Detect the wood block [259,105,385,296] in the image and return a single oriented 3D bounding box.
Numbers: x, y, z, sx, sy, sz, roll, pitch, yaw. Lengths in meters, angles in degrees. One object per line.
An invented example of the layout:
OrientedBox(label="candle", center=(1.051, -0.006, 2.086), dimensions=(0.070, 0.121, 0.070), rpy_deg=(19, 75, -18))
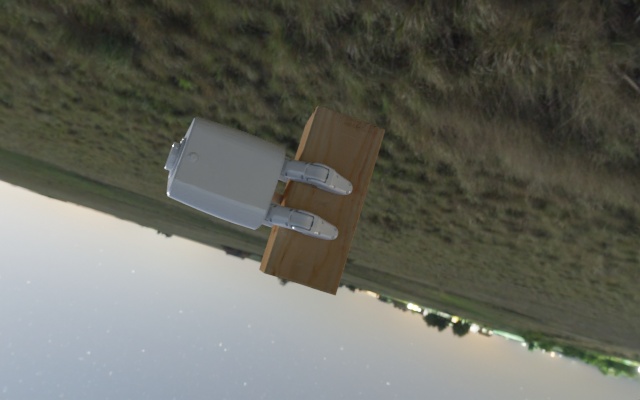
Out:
OrientedBox(label="wood block", center=(0.000, 0.002, 0.596), dimensions=(0.090, 0.206, 0.091), rpy_deg=(19, -9, -9))
